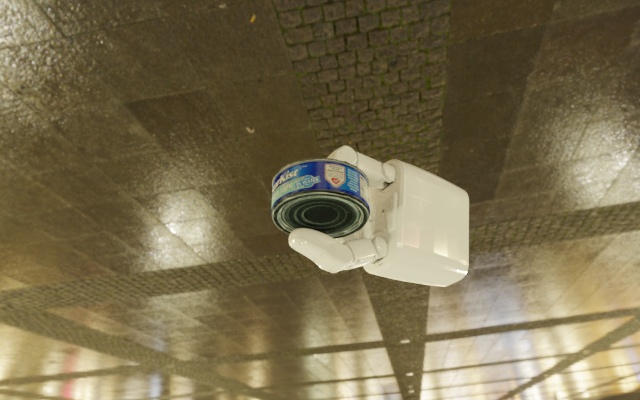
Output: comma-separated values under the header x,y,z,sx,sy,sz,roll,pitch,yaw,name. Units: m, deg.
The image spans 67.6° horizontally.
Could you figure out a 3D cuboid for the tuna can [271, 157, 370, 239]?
x,y,z,sx,sy,sz,roll,pitch,yaw,name
0.000,0.002,0.413,0.086,0.033,0.086,0,-31,0,tuna can
